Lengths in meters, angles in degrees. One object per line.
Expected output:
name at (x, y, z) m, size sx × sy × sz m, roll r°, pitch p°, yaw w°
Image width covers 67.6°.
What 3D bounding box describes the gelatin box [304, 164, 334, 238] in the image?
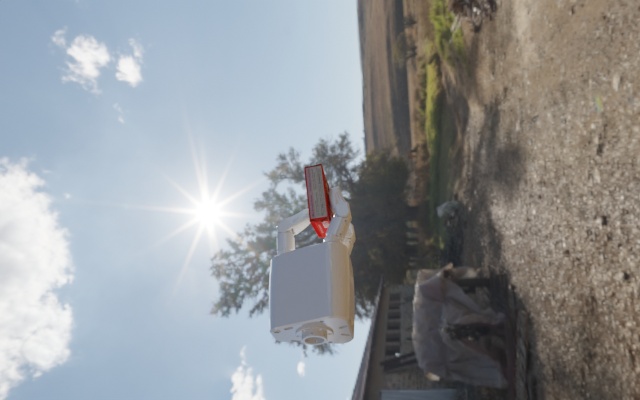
gelatin box at (0.000, 0.002, 0.706) m, size 0.030 × 0.089 × 0.073 m, roll -10°, pitch -24°, yaw 6°
